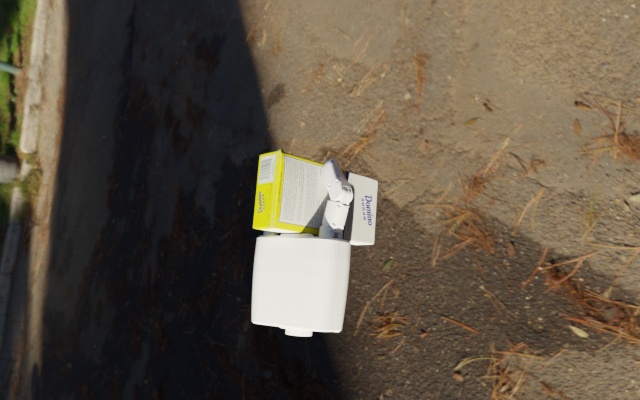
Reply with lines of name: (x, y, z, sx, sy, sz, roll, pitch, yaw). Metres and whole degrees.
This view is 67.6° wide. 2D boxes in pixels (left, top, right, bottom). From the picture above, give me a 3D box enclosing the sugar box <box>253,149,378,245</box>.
sugar box: (0.000, 0.002, 0.609, 0.048, 0.093, 0.176, -5, -14, 44)
